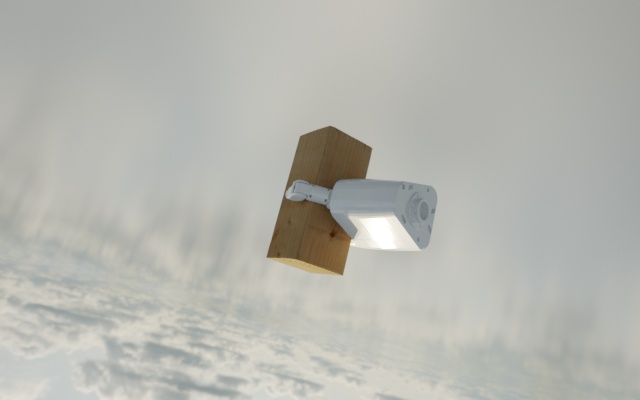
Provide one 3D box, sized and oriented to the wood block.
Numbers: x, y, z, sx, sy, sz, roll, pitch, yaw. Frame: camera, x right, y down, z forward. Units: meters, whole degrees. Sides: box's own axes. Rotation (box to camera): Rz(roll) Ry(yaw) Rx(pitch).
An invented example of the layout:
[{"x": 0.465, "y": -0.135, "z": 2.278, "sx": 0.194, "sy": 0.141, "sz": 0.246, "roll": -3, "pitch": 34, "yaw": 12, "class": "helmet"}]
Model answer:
[{"x": 0.000, "y": 0.002, "z": 0.738, "sx": 0.091, "sy": 0.206, "sz": 0.090, "roll": 24, "pitch": -17, "yaw": -31, "class": "wood block"}]
